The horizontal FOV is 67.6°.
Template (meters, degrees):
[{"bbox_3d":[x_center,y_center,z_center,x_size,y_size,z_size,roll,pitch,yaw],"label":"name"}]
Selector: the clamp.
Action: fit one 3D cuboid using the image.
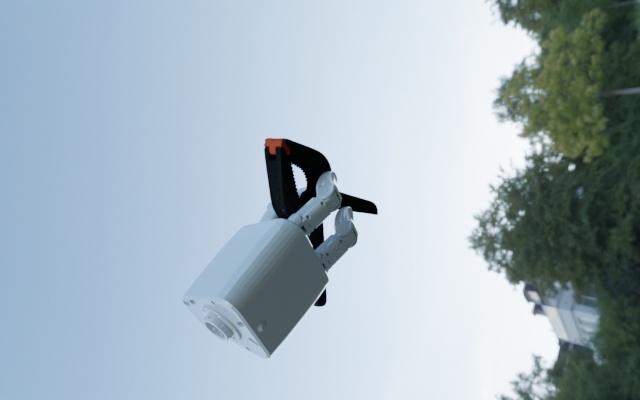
[{"bbox_3d":[-0.001,0.002,0.572,0.036,0.210,0.164,6,44,39],"label":"clamp"}]
